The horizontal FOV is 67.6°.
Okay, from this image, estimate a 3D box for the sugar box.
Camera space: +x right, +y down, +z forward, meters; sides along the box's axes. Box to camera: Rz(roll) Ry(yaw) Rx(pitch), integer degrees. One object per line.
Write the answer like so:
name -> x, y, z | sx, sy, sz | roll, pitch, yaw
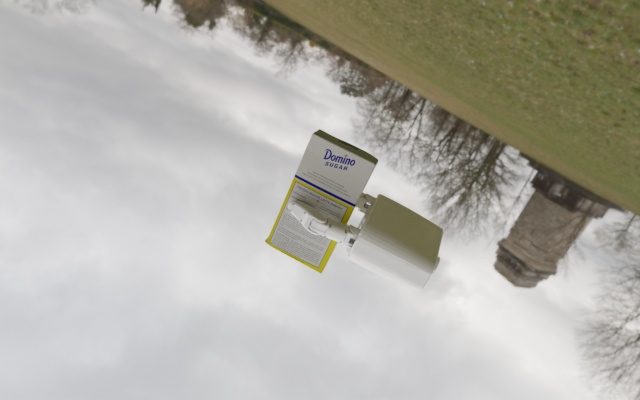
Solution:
sugar box -> 0.000, 0.002, 0.653 | 0.093, 0.176, 0.048 | 28, 19, 4
